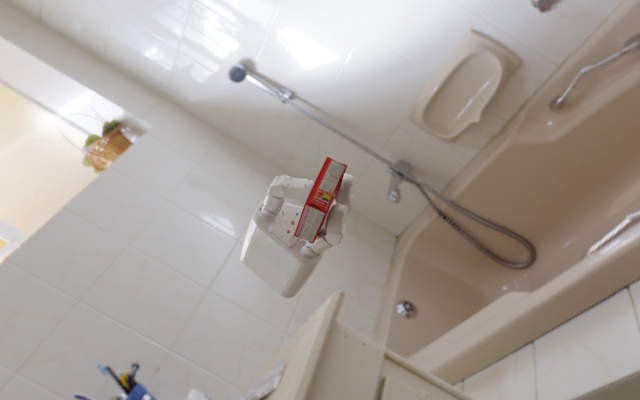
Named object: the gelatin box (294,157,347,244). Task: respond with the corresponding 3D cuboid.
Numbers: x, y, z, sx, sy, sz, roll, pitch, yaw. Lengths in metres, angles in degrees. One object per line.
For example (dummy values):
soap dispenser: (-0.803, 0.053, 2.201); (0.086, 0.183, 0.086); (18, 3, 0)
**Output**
gelatin box: (0.000, 0.002, 0.586); (0.030, 0.073, 0.089); (24, -32, 2)
